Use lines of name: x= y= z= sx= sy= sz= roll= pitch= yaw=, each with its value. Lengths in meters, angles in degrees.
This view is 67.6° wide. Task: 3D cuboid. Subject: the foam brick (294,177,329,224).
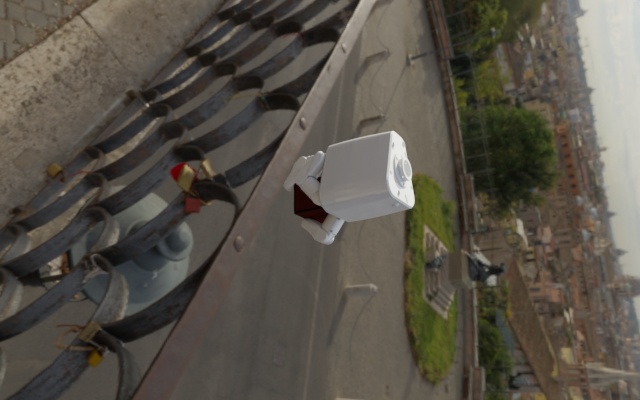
foam brick: x=0.000 y=0.002 z=0.755 sx=0.051 sy=0.053 sz=0.078 roll=-12 pitch=-22 yaw=30
